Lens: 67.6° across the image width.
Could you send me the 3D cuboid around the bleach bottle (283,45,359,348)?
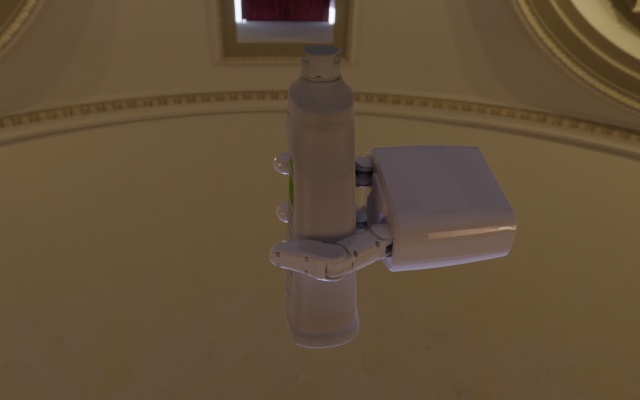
[{"bbox_3d":[0.000,0.001,0.406,0.068,0.251,0.102,-5,32,-9],"label":"bleach bottle"}]
